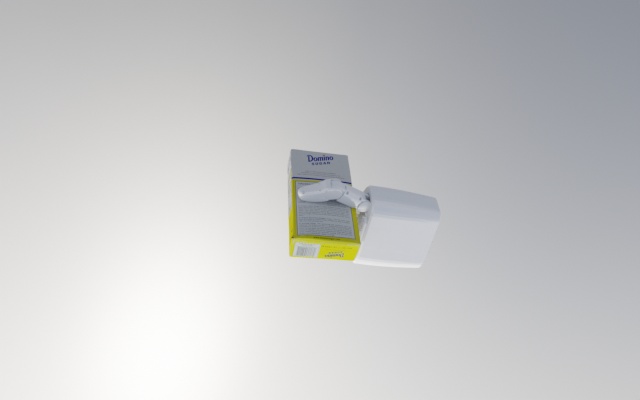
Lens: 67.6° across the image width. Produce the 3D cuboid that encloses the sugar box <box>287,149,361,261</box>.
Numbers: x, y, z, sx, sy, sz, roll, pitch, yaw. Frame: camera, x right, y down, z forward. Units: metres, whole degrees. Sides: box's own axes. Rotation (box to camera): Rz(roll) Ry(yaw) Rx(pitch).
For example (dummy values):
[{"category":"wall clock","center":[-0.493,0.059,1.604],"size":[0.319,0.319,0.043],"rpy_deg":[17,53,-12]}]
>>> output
[{"category":"sugar box","center":[0.000,0.003,0.688],"size":[0.093,0.176,0.048],"rpy_deg":[6,-46,-10]}]
